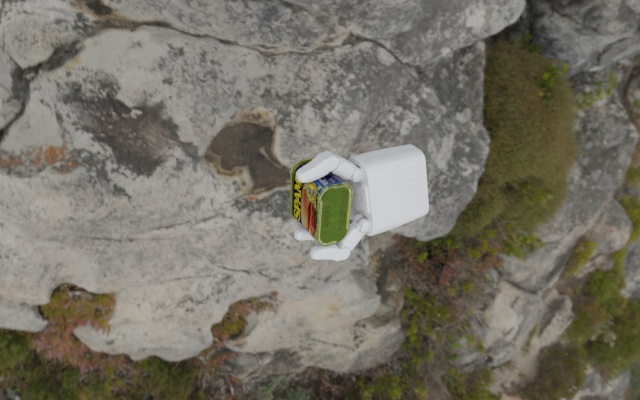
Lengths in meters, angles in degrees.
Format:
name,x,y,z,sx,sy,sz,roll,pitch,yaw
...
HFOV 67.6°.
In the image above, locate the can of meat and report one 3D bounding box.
name,x,y,z,sx,sy,sz,roll,pitch,yaw
can of meat,0.000,0.002,0.678,0.057,0.102,0.084,-14,35,-26
